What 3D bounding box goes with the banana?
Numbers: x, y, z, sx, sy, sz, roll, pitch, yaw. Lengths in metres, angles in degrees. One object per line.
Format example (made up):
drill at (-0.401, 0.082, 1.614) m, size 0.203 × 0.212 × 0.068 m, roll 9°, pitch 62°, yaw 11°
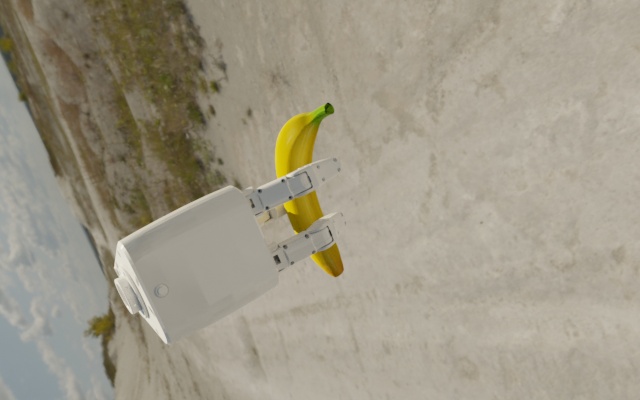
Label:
banana at (-0.013, -0.007, 0.497) m, size 0.037 × 0.198 × 0.069 m, roll -30°, pitch 38°, yaw -35°
